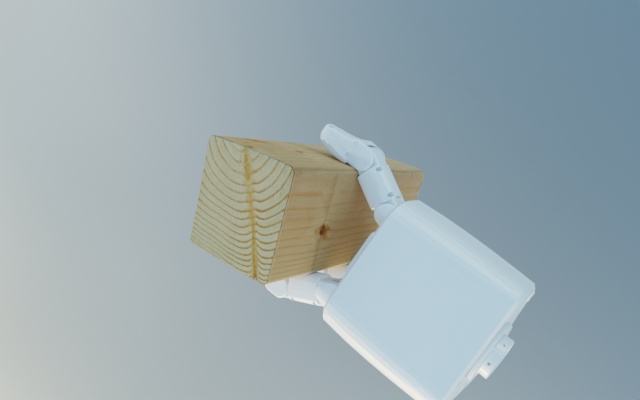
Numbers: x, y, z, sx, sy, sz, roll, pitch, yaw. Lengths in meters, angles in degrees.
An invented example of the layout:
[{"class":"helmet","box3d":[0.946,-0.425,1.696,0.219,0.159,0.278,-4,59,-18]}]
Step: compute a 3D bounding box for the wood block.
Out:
[{"class":"wood block","box3d":[0.000,0.001,0.431,0.090,0.091,0.206,23,15,33]}]
